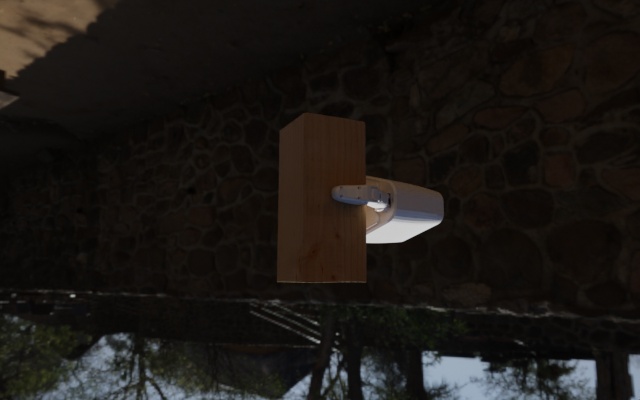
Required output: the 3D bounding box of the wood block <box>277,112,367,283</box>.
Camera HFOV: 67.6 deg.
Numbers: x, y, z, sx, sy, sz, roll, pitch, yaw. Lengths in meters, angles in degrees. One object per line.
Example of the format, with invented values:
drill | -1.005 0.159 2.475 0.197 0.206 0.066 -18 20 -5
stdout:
wood block | 0.001 0.002 0.623 0.090 0.206 0.091 4 -10 -26
